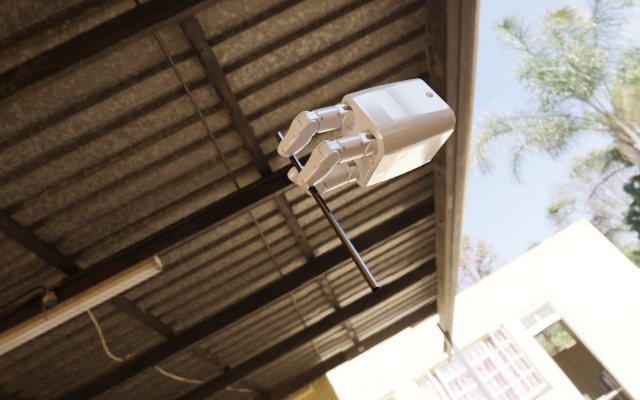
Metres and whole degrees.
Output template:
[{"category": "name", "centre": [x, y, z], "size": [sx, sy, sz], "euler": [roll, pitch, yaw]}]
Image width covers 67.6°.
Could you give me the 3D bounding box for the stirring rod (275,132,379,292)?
[{"category": "stirring rod", "centre": [0.000, 0.002, 0.528], "size": [0.011, 0.011, 0.239], "euler": [0, 44, -38]}]
